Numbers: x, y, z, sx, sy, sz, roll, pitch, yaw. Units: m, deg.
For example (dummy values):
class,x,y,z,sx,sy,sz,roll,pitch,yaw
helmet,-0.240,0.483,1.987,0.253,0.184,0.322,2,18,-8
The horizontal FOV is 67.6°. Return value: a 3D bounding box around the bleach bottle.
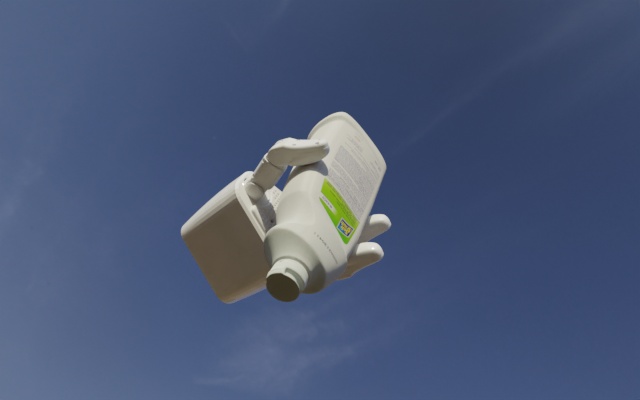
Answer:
class,x,y,z,sx,sy,sz,roll,pitch,yaw
bleach bottle,0.000,0.002,0.472,0.068,0.102,0.250,-34,14,31
